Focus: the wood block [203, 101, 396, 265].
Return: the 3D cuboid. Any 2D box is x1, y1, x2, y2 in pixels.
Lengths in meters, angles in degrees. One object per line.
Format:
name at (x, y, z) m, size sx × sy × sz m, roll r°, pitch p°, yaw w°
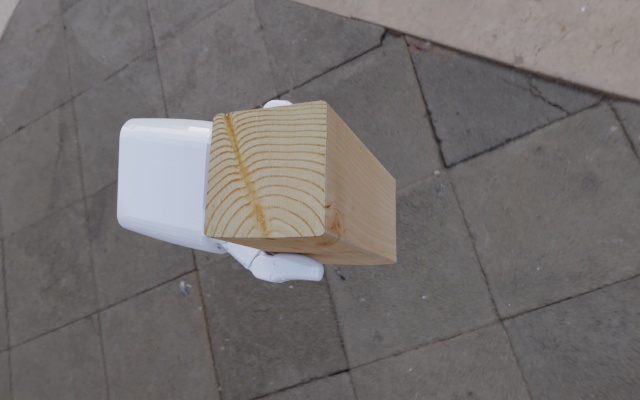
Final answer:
wood block at (0.000, 0.002, 0.408) m, size 0.090 × 0.091 × 0.206 m, roll -2°, pitch -12°, yaw 21°
